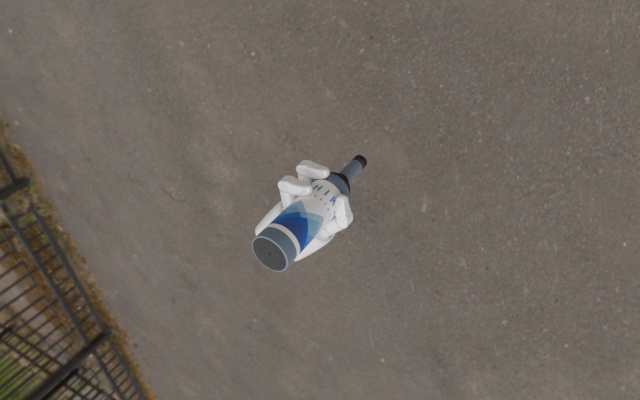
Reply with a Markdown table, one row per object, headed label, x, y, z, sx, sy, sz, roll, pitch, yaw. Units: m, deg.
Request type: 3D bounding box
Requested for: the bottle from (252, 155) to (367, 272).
| label | x | y | z | sx | sy | sz | roll | pitch | yaw |
| --- | --- | --- | --- | --- | --- | --- | --- | --- | --- |
| bottle | 0.000 | 0.003 | 0.810 | 0.069 | 0.069 | 0.295 | 0 | 32 | 38 |
